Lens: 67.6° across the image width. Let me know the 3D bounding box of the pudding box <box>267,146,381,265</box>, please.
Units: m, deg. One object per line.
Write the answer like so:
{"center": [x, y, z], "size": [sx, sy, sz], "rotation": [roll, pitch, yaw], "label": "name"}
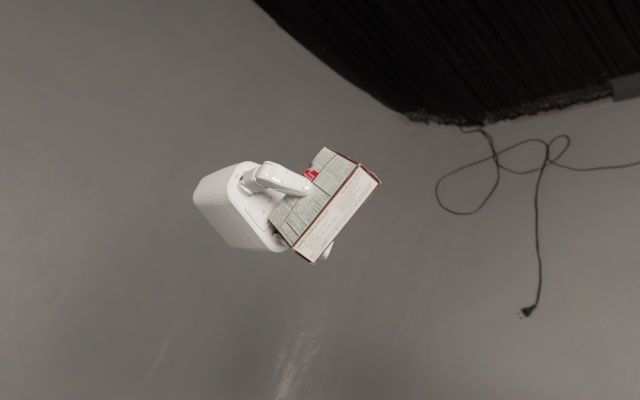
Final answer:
{"center": [0.000, 0.002, 0.515], "size": [0.039, 0.113, 0.090], "rotation": [37, 2, -30], "label": "pudding box"}
